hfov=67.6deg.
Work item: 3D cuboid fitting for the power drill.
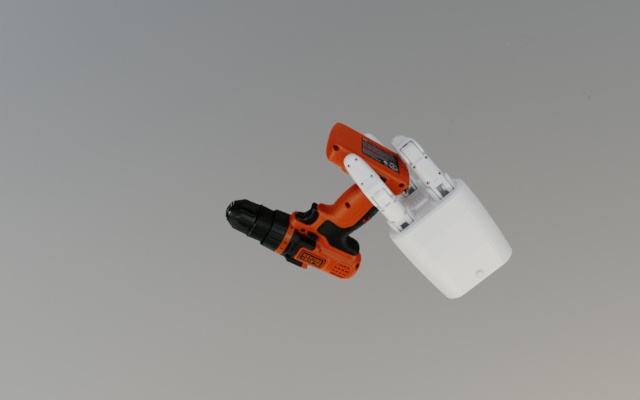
[{"bbox_3d":[0.001,0.002,0.568,0.184,0.188,0.057,25,36,-16],"label":"power drill"}]
